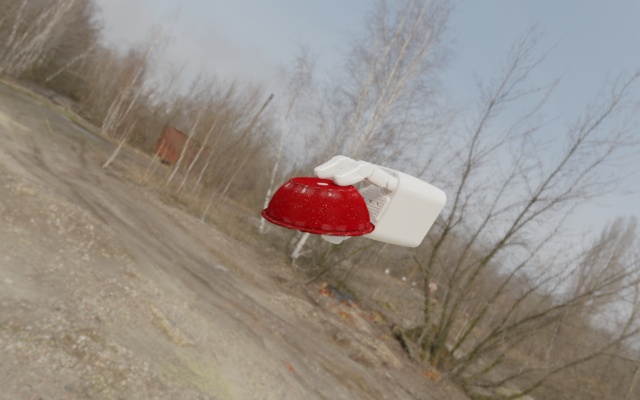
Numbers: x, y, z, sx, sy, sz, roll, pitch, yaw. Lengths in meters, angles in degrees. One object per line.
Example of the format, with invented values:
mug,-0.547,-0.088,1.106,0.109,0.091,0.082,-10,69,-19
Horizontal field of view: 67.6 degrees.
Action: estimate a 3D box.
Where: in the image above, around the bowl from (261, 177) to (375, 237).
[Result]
bowl,-0.001,0.002,0.667,0.162,0.055,0.162,7,11,-1
